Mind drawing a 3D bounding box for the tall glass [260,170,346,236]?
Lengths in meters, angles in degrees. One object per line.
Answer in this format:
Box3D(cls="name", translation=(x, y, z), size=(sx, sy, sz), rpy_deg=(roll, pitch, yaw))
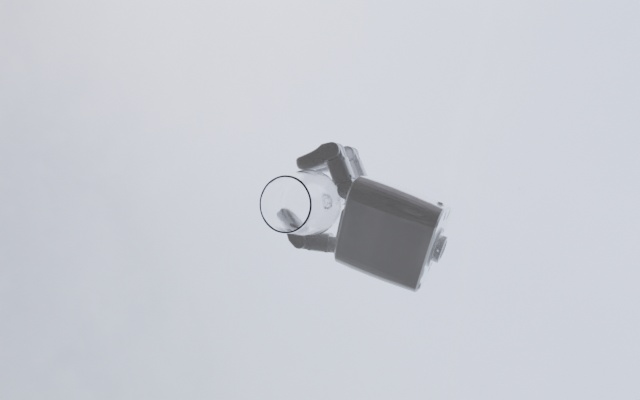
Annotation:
Box3D(cls="tall glass", translation=(0.000, 0.002, 0.595), size=(0.079, 0.079, 0.201), rpy_deg=(0, 1, 23))
